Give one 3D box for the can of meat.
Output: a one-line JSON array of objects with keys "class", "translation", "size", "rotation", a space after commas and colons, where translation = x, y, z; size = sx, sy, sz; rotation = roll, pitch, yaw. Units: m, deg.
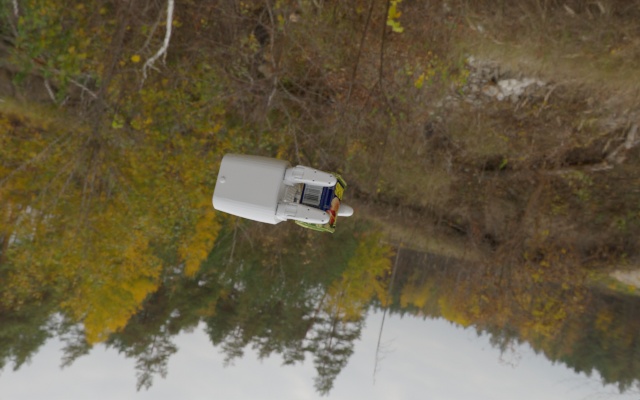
[{"class": "can of meat", "translation": [0.000, 0.003, 0.741], "size": [0.057, 0.084, 0.102], "rotation": [11, -6, 12]}]
